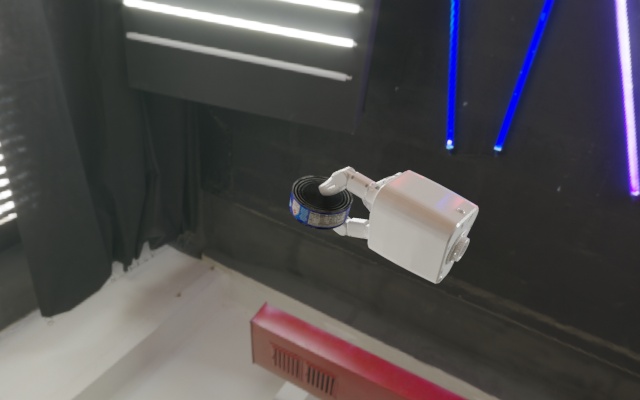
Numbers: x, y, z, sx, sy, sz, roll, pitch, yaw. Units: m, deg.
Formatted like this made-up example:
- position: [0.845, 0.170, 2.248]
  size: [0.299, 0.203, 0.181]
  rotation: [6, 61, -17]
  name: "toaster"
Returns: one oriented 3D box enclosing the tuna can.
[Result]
- position: [0.000, 0.003, 0.669]
  size: [0.086, 0.034, 0.086]
  rotation: [9, 35, -6]
  name: "tuna can"
